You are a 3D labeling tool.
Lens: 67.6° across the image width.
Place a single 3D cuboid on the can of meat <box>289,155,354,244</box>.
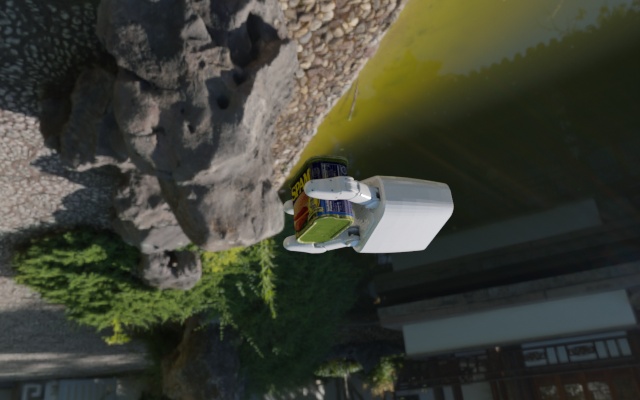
[{"bbox_3d":[0.000,0.002,0.619,0.057,0.084,0.102,4,-24,-23],"label":"can of meat"}]
